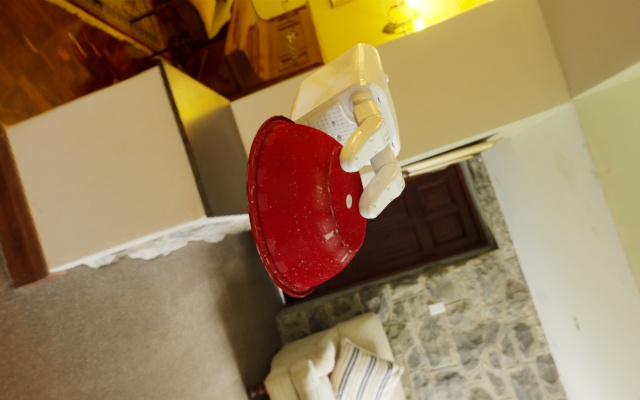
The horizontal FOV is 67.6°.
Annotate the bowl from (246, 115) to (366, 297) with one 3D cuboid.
[{"bbox_3d":[0.000,0.002,0.416,0.055,0.162,0.162,-7,-3,22],"label":"bowl"}]
